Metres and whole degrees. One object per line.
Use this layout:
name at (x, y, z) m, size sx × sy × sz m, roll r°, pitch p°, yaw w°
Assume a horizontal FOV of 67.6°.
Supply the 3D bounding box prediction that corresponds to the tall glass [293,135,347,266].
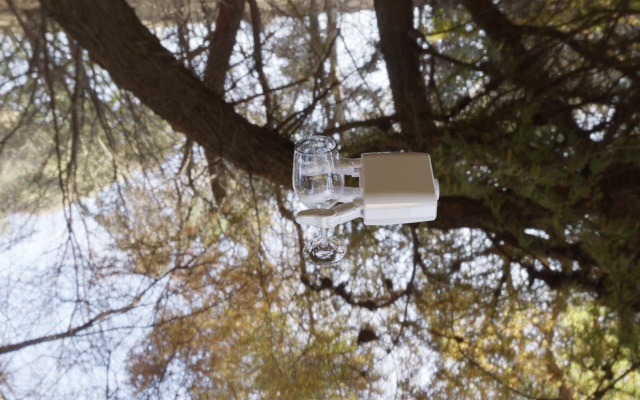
tall glass at (0.000, 0.003, 0.738) m, size 0.079 × 0.201 × 0.079 m, roll -4°, pitch 34°, yaw 2°
